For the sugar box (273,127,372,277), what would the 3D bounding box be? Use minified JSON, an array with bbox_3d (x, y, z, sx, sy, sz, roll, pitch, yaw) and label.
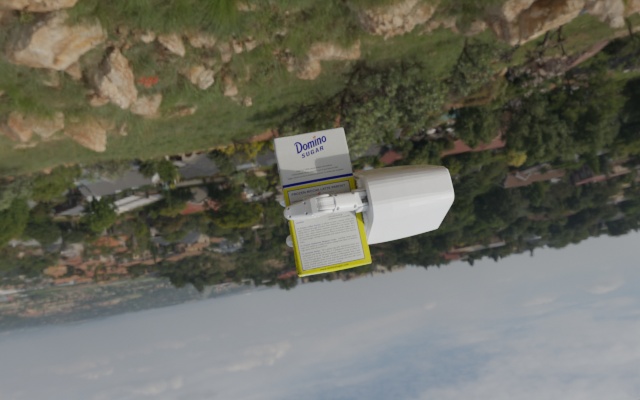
[{"bbox_3d":[0.000,0.002,0.608,0.093,0.176,0.048,-10,-10,-6],"label":"sugar box"}]
